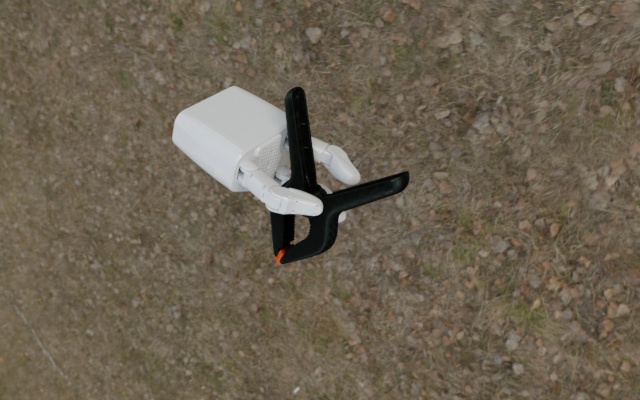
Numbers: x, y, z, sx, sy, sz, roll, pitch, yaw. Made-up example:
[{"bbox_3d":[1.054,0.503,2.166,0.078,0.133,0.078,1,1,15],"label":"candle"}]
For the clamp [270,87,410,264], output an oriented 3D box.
[{"bbox_3d":[-0.001,0.002,0.537,0.164,0.210,0.036,36,35,24],"label":"clamp"}]
